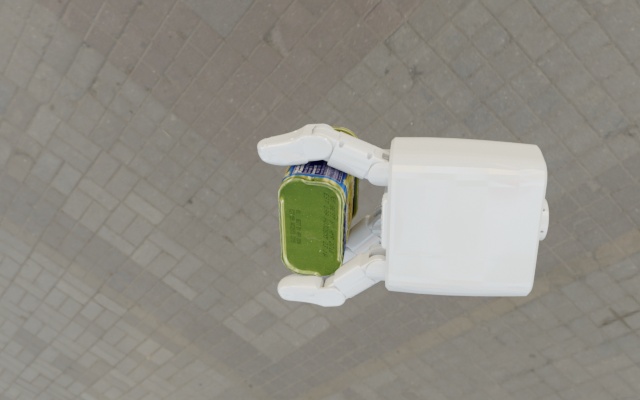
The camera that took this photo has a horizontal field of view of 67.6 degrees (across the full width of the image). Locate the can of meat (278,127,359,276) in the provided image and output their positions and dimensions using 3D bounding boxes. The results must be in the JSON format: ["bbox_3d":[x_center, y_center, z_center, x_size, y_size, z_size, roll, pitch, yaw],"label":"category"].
[{"bbox_3d":[0.000,0.001,0.404,0.057,0.102,0.084,5,35,8],"label":"can of meat"}]
